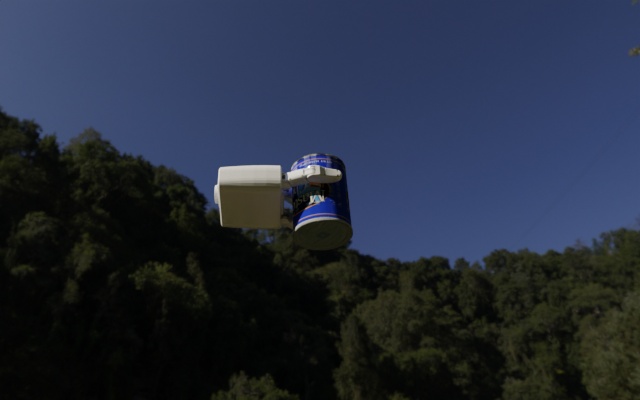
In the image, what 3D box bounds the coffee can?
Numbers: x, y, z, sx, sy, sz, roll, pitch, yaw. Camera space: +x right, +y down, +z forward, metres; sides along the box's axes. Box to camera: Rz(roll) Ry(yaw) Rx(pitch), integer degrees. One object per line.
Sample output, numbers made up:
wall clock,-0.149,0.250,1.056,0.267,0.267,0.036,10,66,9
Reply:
coffee can,0.000,0.003,0.846,0.103,0.140,0.103,-3,-34,-2
